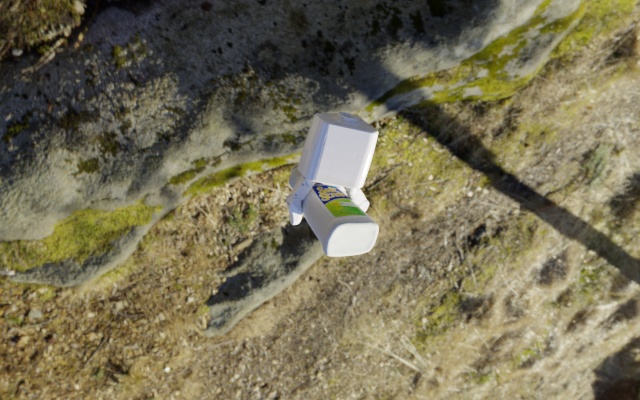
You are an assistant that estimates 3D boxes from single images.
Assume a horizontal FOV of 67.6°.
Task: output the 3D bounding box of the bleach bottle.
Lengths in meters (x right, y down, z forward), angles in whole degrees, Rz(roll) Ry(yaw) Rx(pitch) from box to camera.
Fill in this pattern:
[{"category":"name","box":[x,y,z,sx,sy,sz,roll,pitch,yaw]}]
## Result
[{"category":"bleach bottle","box":[0.000,0.003,0.869,0.102,0.068,0.250,0,30,-30]}]
